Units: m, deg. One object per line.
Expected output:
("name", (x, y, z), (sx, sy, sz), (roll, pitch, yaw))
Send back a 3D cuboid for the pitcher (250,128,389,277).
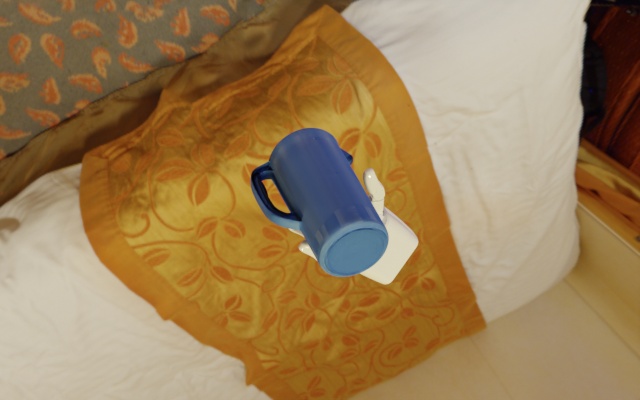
("pitcher", (0.000, 0.003, 0.751), (0.145, 0.149, 0.242), (36, 17, -41))
